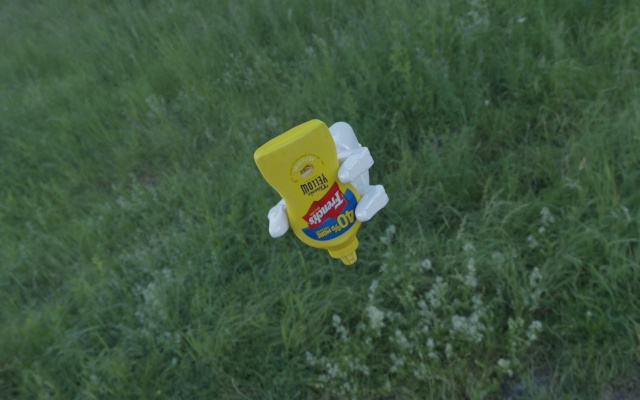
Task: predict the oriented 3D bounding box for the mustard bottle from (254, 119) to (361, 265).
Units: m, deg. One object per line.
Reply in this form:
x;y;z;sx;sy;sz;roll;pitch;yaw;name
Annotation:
0.000;0.002;0.606;0.096;0.192;0.058;-30;22;-7;mustard bottle
